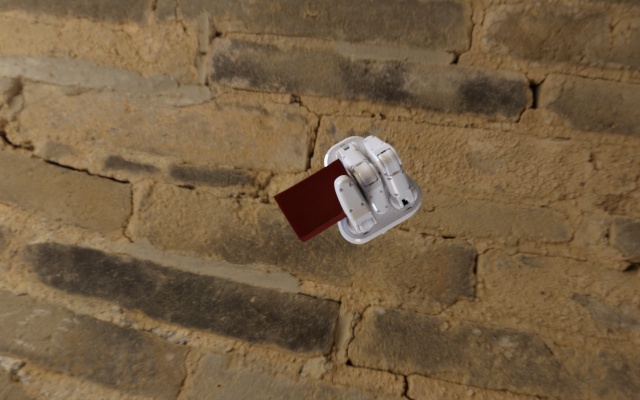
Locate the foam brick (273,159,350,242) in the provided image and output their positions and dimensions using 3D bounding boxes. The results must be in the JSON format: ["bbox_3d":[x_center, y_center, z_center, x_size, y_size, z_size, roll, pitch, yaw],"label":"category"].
[{"bbox_3d":[0.000,0.002,0.496,0.078,0.053,0.051,-30,-8,-1],"label":"foam brick"}]
